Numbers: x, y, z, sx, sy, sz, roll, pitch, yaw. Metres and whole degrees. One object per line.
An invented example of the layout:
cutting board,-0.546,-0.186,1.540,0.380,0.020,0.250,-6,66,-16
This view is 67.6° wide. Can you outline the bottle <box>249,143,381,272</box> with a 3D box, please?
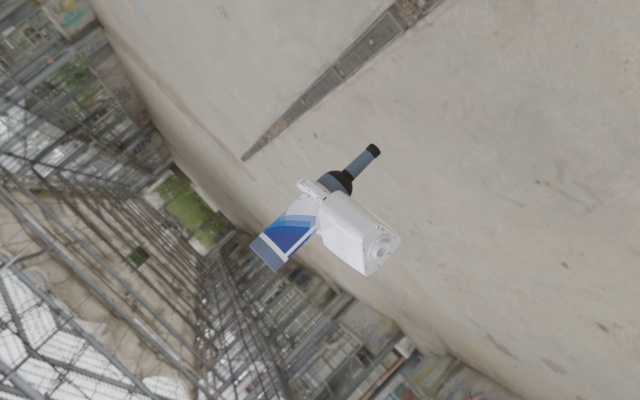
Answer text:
bottle,0.000,0.003,0.871,0.295,0.069,0.069,-44,10,-10
